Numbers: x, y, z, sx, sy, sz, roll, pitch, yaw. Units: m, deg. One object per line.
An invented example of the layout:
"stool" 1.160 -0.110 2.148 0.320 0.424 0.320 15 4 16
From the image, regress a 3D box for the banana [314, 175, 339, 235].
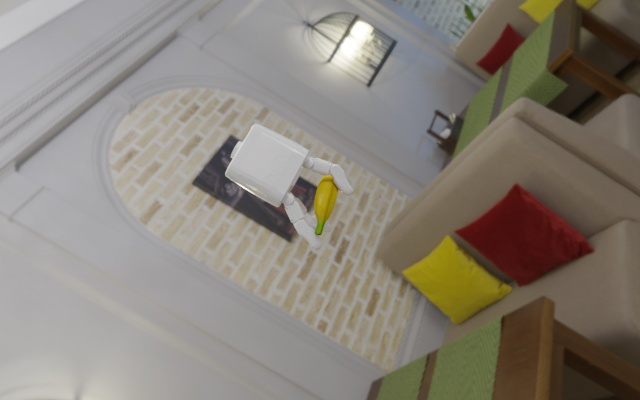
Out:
"banana" 0.008 -0.011 0.863 0.037 0.070 0.197 26 22 -5
